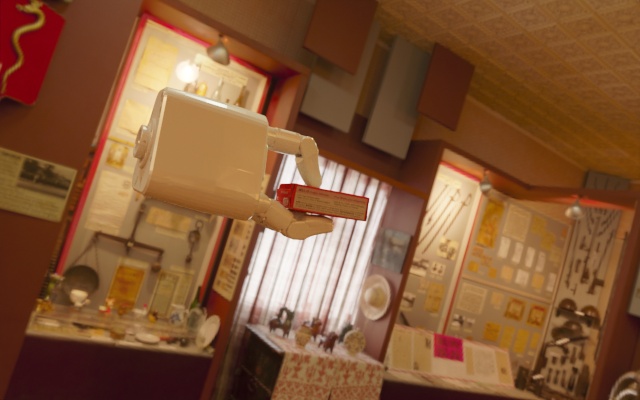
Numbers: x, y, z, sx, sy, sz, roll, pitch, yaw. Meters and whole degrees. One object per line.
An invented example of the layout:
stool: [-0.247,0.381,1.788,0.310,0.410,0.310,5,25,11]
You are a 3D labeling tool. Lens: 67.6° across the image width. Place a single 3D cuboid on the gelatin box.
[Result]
gelatin box: [0.000,0.001,0.535,0.089,0.030,0.073,10,0,-17]
